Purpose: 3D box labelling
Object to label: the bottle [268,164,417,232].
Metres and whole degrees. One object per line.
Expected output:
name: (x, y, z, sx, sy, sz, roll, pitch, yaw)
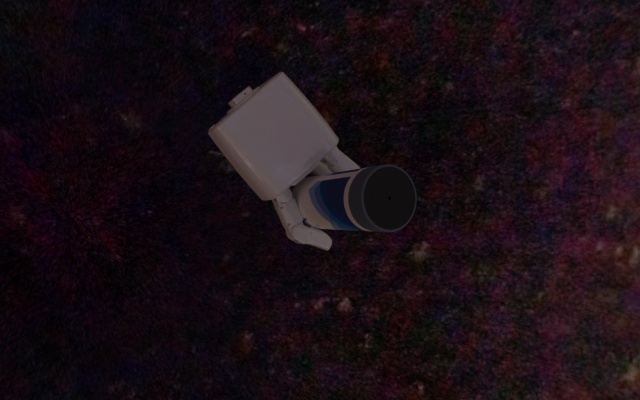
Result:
bottle: (0.000, 0.002, 0.596, 0.069, 0.069, 0.296, 0, -2, -27)
